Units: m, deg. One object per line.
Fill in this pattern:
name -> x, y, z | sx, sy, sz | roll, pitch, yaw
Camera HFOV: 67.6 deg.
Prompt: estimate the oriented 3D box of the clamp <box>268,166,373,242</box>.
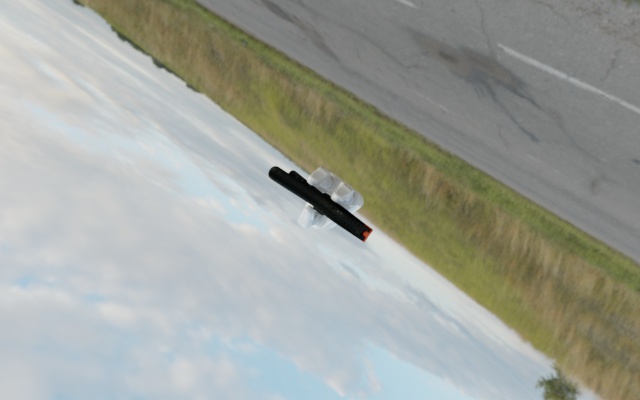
clamp -> 0.000, 0.004, 0.863 | 0.210, 0.036, 0.164 | 37, 7, 13
